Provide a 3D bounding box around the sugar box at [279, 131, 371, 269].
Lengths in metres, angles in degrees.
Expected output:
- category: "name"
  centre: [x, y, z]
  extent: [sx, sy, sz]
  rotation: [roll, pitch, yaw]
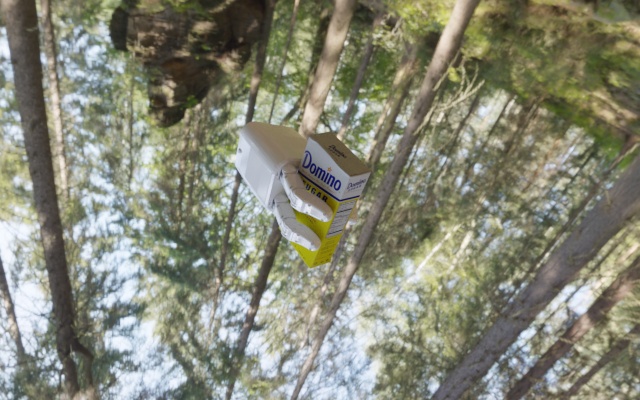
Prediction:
- category: "sugar box"
  centre: [0.000, 0.002, 0.669]
  extent: [0.048, 0.176, 0.093]
  rotation: [-16, 50, -36]
